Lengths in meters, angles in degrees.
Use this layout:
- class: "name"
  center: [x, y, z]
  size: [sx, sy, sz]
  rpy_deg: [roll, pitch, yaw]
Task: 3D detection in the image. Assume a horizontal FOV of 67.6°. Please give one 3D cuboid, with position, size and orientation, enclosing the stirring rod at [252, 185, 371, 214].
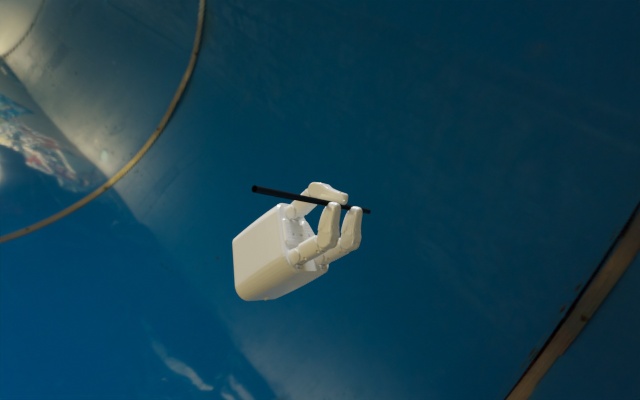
- class: "stirring rod"
  center: [0.000, 0.002, 0.602]
  size: [0.011, 0.011, 0.239]
  rpy_deg: [0, -7, 36]
